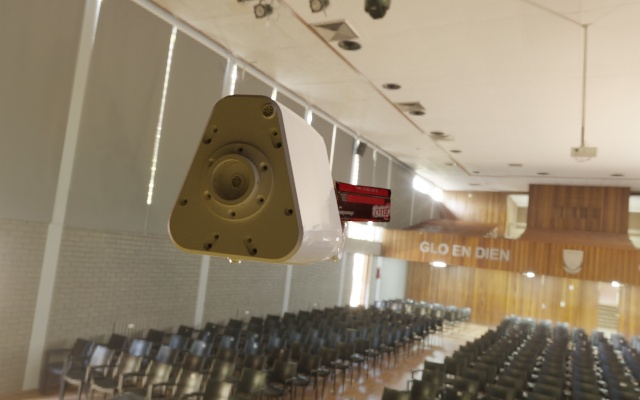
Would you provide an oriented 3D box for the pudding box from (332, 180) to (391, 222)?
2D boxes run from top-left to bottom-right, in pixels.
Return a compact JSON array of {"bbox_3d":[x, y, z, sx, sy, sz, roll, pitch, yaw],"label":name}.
[{"bbox_3d":[0.000,0.001,0.474,0.113,0.039,0.090,4,-2,42],"label":"pudding box"}]
